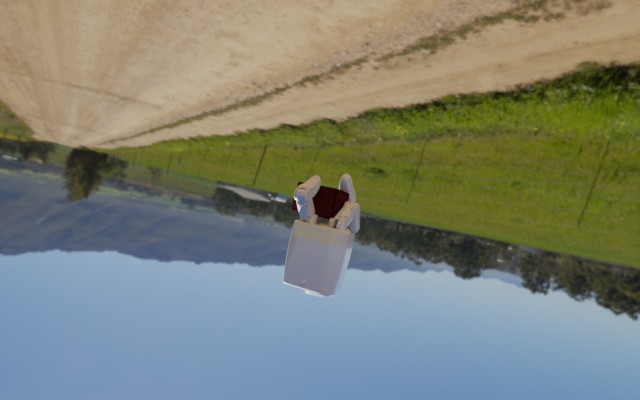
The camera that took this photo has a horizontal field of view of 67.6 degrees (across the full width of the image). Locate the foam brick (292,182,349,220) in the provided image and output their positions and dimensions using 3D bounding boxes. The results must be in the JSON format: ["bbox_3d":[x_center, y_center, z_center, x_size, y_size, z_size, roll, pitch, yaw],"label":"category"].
[{"bbox_3d":[0.000,0.003,0.810,0.078,0.051,0.053,12,-4,28],"label":"foam brick"}]
